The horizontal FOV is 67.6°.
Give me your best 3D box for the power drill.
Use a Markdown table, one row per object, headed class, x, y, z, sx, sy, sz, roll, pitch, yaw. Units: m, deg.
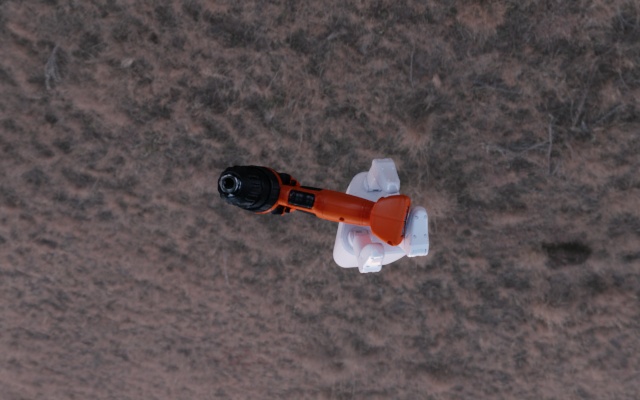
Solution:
| class | x | y | z | sx | sy | sz | roll | pitch | yaw |
| --- | --- | --- | --- | --- | --- | --- | --- | --- | --- |
| power drill | 0.001 | 0.002 | 0.522 | 0.187 | 0.057 | 0.184 | 14 | 3 | 14 |
